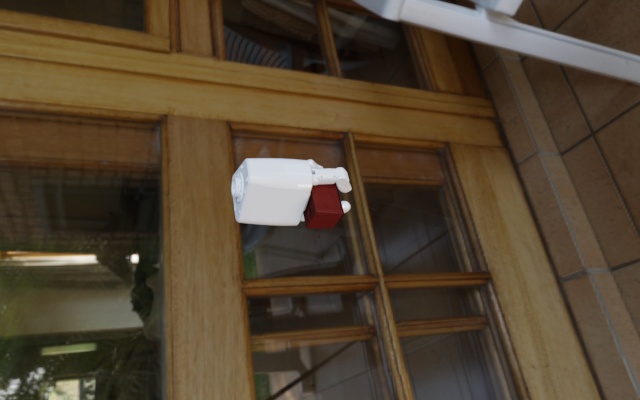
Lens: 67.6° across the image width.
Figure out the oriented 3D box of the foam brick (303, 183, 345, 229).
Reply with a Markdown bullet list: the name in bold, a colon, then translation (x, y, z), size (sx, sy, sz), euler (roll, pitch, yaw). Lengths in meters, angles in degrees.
- **foam brick**: translation (0.000, 0.003, 0.804), size (0.051, 0.078, 0.053), euler (2, -33, -24)
